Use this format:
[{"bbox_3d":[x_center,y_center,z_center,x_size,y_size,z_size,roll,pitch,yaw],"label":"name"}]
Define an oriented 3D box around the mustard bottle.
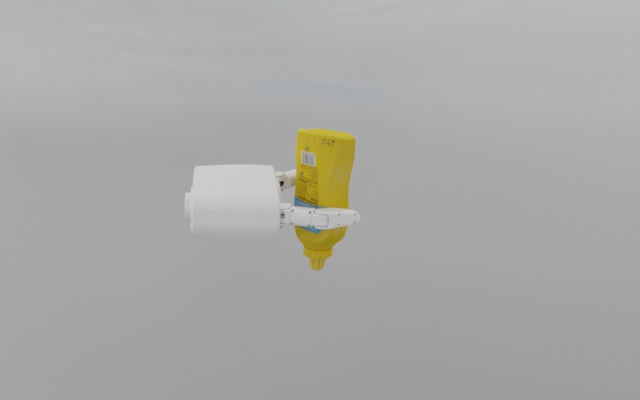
[{"bbox_3d":[0.000,0.002,0.647,0.058,0.192,0.096,-6,16,-37],"label":"mustard bottle"}]
